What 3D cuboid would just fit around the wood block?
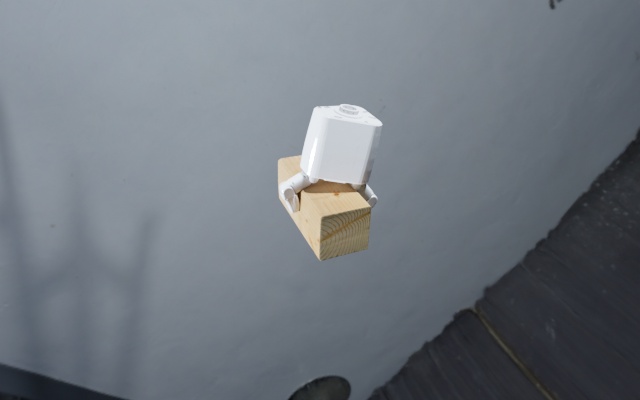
[{"bbox_3d":[0.000,0.003,0.847,0.091,0.090,0.206,-11,34,-20],"label":"wood block"}]
